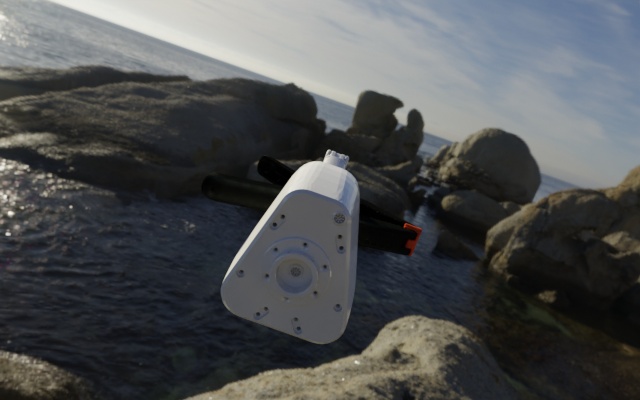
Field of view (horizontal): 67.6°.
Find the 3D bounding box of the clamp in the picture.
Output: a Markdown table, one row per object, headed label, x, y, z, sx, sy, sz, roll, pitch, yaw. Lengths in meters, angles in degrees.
| label | x | y | z | sx | sy | sz | roll | pitch | yaw |
| --- | --- | --- | --- | --- | --- | --- | --- | --- | --- |
| clamp | 0.001 | 0.001 | 0.498 | 0.210 | 0.036 | 0.164 | 19 | 16 | 1 |
